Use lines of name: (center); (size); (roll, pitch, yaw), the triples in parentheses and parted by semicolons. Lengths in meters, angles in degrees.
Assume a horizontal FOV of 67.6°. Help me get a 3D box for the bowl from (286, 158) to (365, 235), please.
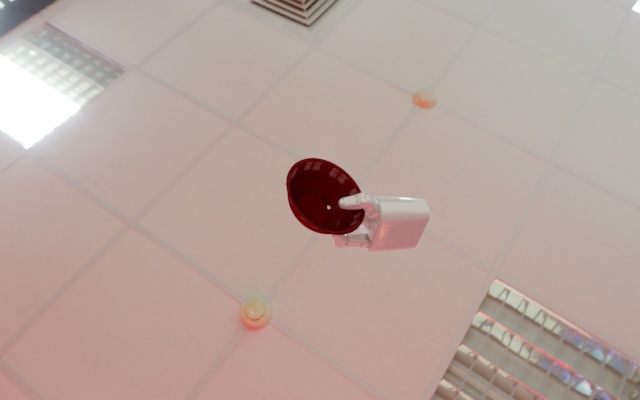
bowl: (-0.001, 0.003, 0.871); (0.162, 0.162, 0.055); (0, -31, -34)
